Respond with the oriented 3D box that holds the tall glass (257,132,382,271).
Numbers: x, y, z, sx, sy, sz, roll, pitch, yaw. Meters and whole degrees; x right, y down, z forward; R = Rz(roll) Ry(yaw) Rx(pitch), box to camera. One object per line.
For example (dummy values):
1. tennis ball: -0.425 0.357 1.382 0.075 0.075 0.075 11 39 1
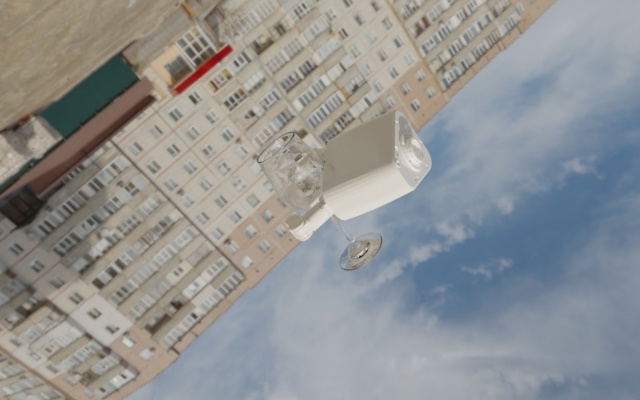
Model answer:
1. tall glass: 0.000 0.003 0.652 0.079 0.201 0.079 -33 23 16
